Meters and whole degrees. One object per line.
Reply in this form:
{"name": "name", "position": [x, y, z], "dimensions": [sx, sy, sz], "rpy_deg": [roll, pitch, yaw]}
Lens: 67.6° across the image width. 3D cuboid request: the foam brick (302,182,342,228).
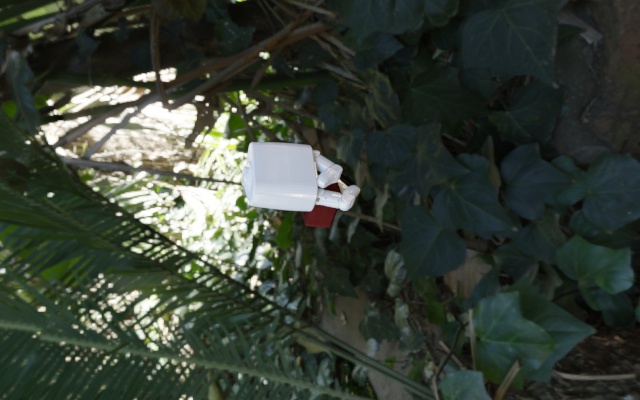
{"name": "foam brick", "position": [0.000, 0.003, 0.857], "dimensions": [0.051, 0.078, 0.053], "rpy_deg": [3, 41, -19]}
